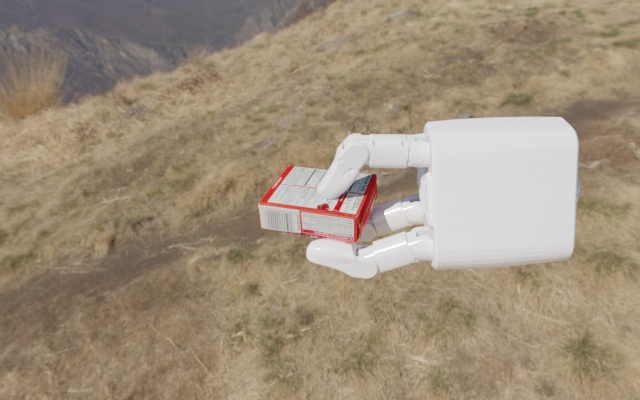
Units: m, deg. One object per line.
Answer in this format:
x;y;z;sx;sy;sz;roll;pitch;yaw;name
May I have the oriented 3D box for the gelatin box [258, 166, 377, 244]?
0.000;0.001;0.421;0.089;0.030;0.073;8;33;15;gelatin box
